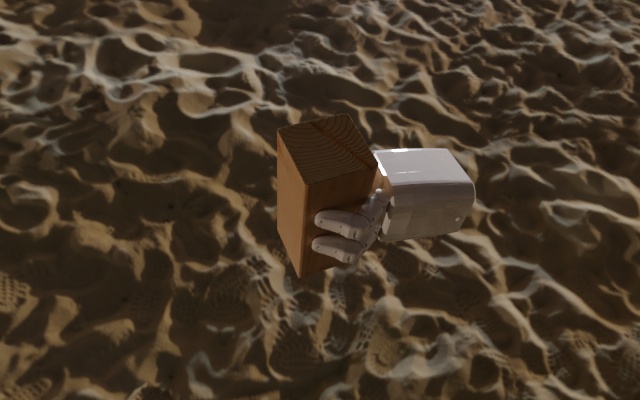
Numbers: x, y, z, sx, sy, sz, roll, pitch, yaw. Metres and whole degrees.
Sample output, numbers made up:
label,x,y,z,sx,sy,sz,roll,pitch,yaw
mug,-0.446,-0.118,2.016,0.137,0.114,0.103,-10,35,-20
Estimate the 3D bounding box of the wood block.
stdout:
label,x,y,z,sx,sy,sz,roll,pitch,yaw
wood block,0.000,0.002,0.608,0.090,0.090,0.206,-16,-34,-16
